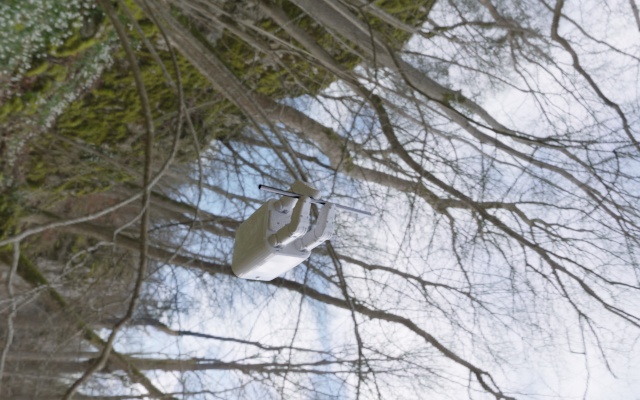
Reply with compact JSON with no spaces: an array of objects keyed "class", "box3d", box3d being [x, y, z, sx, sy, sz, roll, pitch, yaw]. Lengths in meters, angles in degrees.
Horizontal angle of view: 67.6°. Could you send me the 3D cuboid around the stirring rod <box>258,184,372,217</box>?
[{"class":"stirring rod","box3d":[0.000,0.002,0.764,0.239,0.011,0.011,14,-10,-42]}]
